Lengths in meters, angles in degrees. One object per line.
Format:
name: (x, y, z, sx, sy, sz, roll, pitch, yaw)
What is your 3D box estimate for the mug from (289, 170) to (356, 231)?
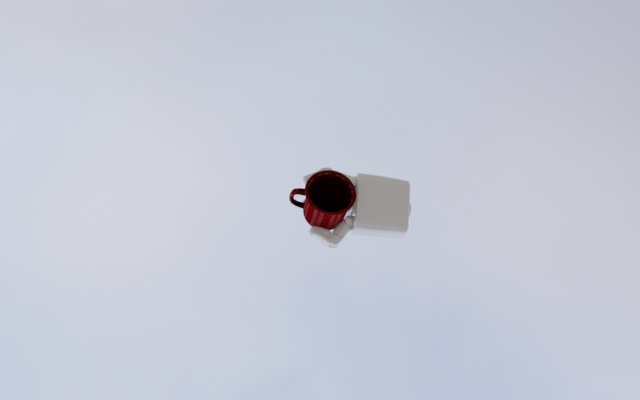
mug: (-0.001, 0.003, 0.879, 0.117, 0.093, 0.081, 7, -30, -6)
